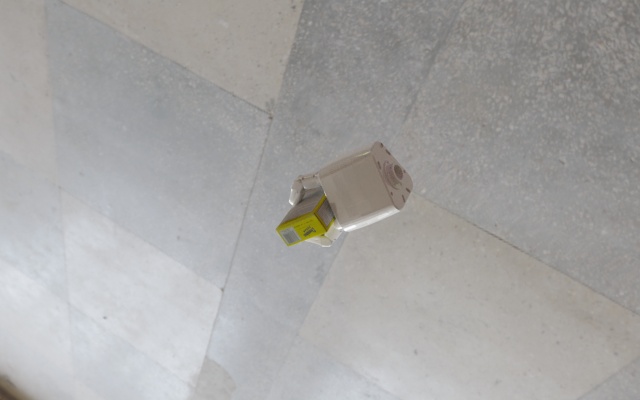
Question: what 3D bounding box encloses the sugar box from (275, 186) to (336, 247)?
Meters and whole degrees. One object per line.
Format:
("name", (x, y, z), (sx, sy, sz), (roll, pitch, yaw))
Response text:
("sugar box", (0.000, 0.003, 0.834), (0.093, 0.048, 0.176), (-22, 18, 37))
